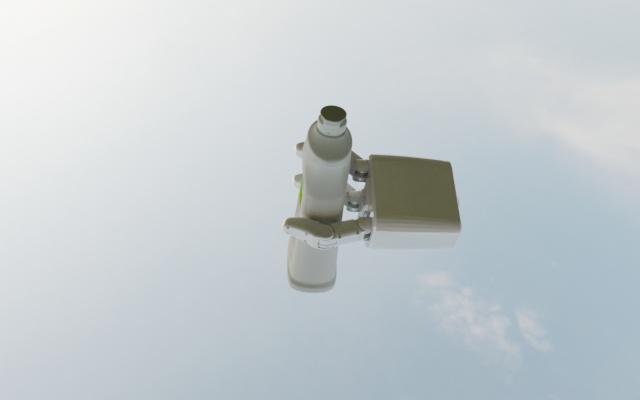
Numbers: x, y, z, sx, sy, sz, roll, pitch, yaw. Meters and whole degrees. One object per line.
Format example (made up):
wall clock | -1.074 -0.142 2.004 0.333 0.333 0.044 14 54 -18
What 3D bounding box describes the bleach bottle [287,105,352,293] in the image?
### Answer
bleach bottle | 0.000 0.002 0.578 0.068 0.102 0.251 2 -44 -7
